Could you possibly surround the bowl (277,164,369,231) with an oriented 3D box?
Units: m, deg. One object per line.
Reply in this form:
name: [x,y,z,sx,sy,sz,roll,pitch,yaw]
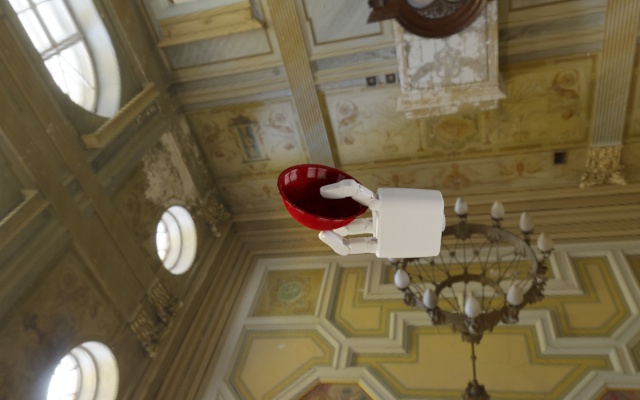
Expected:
bowl: [-0.001,0.003,0.821,0.162,0.055,0.162,11,35,-8]
